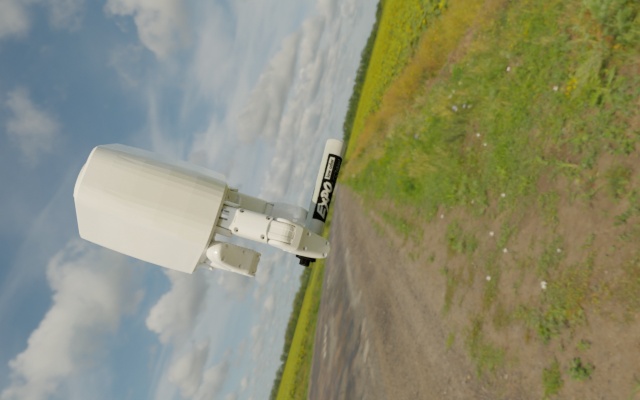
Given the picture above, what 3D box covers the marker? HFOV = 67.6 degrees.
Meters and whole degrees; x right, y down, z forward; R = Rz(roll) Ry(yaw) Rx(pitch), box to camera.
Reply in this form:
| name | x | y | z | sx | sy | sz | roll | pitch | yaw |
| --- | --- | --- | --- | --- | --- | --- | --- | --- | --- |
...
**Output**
| name | x | y | z | sx | sy | sz | roll | pitch | yaw |
| --- | --- | --- | --- | --- | --- | --- | --- | --- | --- |
| marker | 0.000 | 0.001 | 0.440 | 0.020 | 0.121 | 0.020 | 14 | -14 | 4 |
